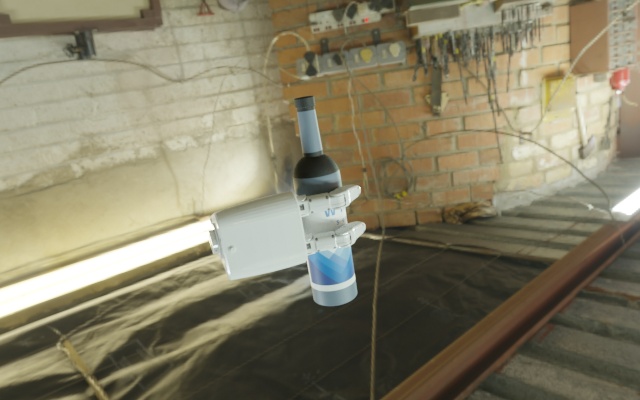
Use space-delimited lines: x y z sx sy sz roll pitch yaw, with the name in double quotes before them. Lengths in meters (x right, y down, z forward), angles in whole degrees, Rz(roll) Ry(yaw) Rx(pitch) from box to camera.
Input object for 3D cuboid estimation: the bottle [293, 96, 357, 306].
"bottle" 0.000 0.002 0.677 0.069 0.296 0.069 -8 15 2
